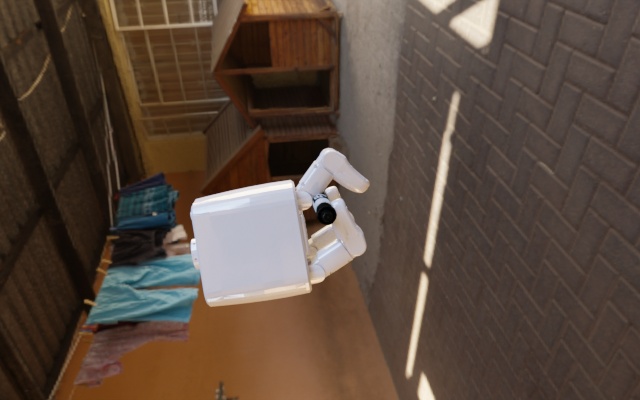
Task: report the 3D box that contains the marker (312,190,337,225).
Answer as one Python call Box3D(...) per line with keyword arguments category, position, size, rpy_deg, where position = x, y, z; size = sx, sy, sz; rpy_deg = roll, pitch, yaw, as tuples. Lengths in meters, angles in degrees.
Box3D(category="marker", position=(0.000, 0.002, 0.489), size=(0.020, 0.020, 0.121), rpy_deg=(0, 13, -6))
